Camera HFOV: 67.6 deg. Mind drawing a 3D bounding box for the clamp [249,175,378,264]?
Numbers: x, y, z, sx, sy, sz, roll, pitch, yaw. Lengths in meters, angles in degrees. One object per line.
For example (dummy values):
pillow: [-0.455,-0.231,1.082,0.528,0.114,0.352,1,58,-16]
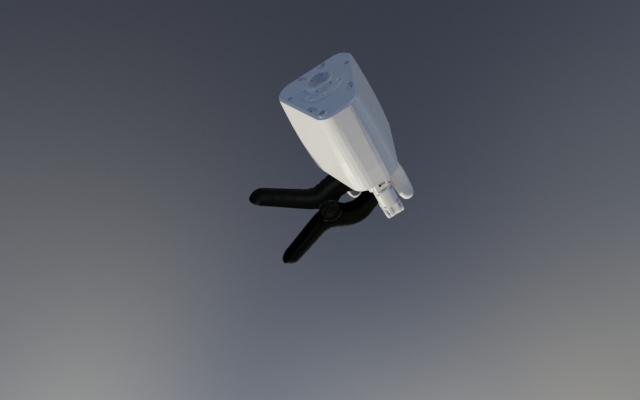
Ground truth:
clamp: [0.000,0.002,0.594,0.171,0.120,0.039,-32,40,4]
